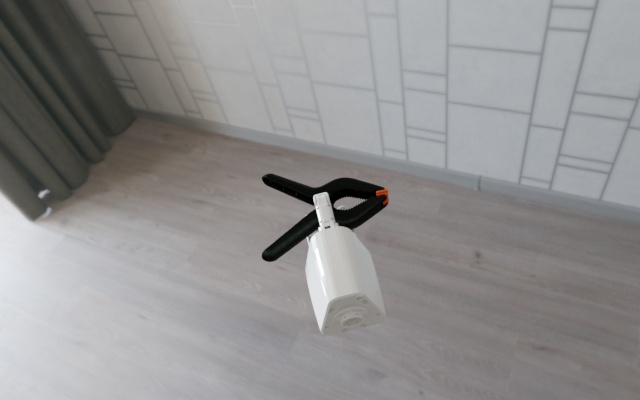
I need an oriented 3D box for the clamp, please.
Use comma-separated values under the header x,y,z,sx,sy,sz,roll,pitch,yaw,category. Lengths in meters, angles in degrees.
x,y,z,sx,sy,sz,roll,pitch,yaw,category
0.001,0.002,0.756,0.210,0.164,0.036,-15,-36,1,clamp
